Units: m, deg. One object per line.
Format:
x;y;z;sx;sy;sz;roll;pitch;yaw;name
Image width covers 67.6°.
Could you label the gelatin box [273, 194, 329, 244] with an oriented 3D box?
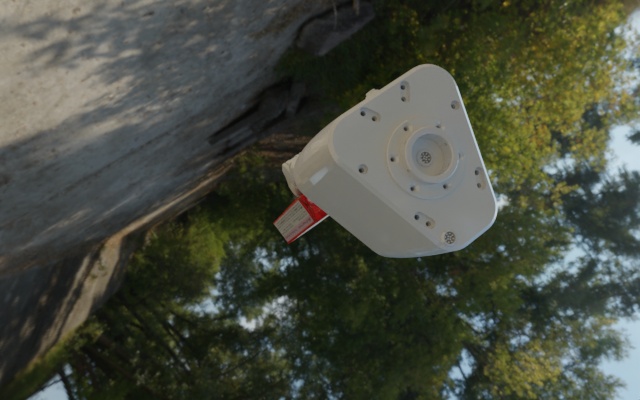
0.000;0.002;0.460;0.073;0.030;0.089;-35;-4;-27;gelatin box
